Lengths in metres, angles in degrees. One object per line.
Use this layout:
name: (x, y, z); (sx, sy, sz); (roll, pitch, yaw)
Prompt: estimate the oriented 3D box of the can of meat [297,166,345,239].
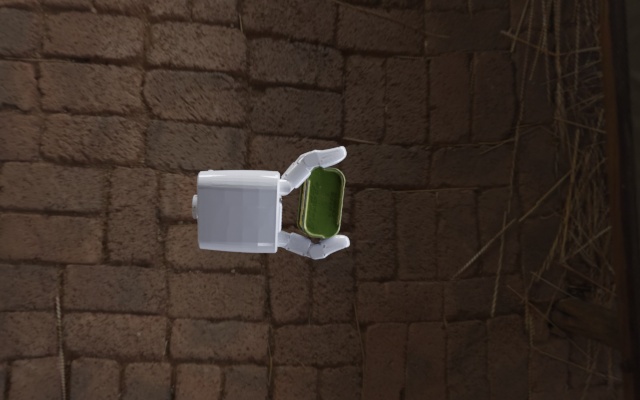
can of meat: (0.000, 0.002, 0.676); (0.057, 0.102, 0.084); (6, 0, -6)
